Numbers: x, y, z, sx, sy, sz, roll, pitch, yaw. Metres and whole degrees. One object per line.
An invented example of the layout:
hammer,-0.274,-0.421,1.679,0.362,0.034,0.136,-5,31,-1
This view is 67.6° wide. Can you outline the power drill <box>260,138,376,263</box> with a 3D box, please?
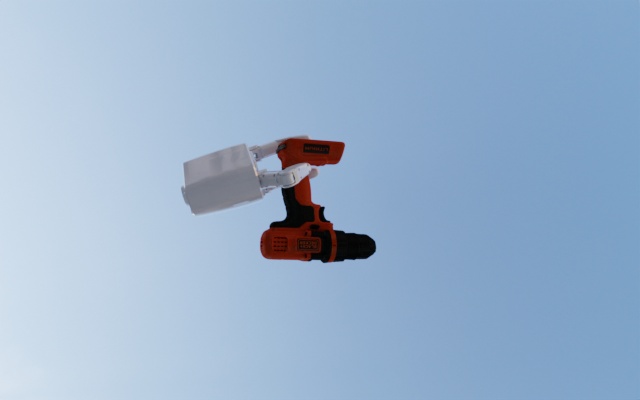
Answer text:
power drill,0.000,0.002,0.739,0.184,0.187,0.057,3,-9,-20
